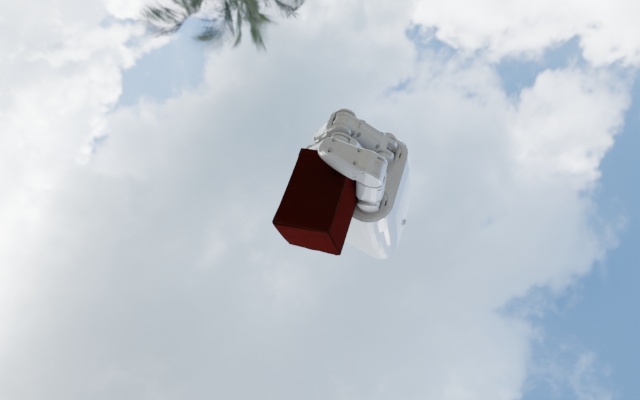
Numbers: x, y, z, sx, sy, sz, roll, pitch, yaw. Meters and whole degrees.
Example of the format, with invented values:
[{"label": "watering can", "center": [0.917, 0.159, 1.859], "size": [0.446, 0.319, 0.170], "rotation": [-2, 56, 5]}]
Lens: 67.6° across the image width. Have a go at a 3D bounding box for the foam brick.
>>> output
[{"label": "foam brick", "center": [0.000, 0.002, 0.423], "size": [0.053, 0.078, 0.051], "rotation": [11, -25, 19]}]
